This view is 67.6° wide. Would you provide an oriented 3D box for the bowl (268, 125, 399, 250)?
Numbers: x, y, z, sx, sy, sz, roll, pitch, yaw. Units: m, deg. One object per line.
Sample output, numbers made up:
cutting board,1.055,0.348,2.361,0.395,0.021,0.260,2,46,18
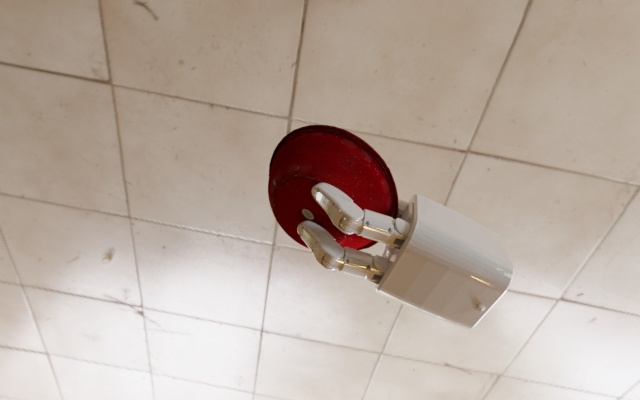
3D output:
bowl,-0.001,0.002,0.524,0.162,0.162,0.055,0,29,30
